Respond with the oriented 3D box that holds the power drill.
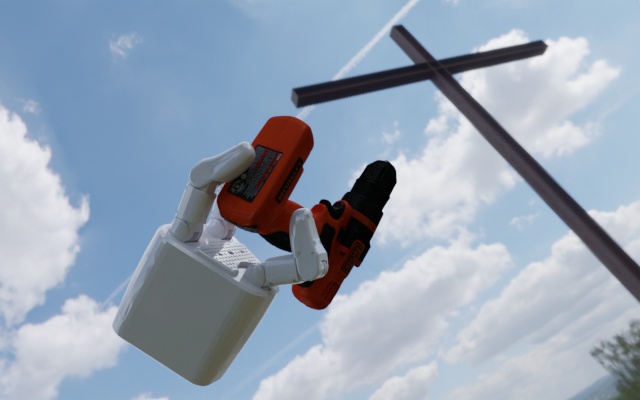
[{"bbox_3d":[0.000,0.002,0.473,0.057,0.184,0.188,18,-18,40],"label":"power drill"}]
